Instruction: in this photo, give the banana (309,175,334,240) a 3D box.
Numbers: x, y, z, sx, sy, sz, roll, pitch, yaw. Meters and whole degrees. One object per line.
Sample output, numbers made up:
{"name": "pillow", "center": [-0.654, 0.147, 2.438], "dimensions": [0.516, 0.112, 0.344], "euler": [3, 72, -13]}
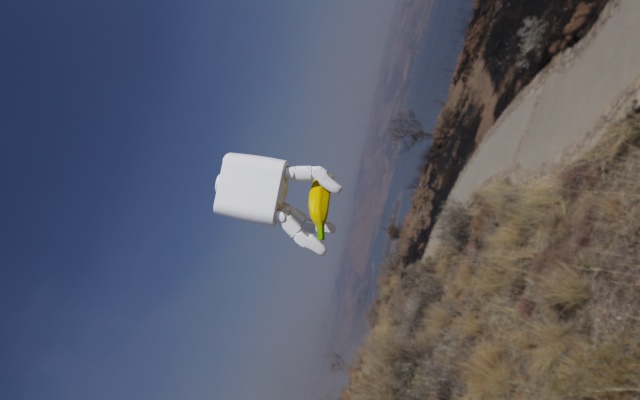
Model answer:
{"name": "banana", "center": [0.001, -0.011, 0.860], "dimensions": [0.037, 0.070, 0.197], "euler": [7, 31, 3]}
